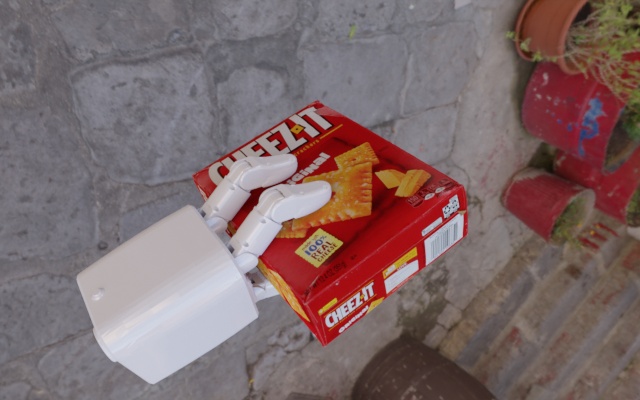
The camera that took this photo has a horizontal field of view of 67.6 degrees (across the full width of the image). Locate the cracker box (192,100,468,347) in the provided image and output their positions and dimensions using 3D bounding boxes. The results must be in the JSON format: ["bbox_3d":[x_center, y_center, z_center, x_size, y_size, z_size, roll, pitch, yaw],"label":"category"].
[{"bbox_3d":[0.000,0.002,0.445,0.164,0.072,0.213,-34,45,-17],"label":"cracker box"}]
